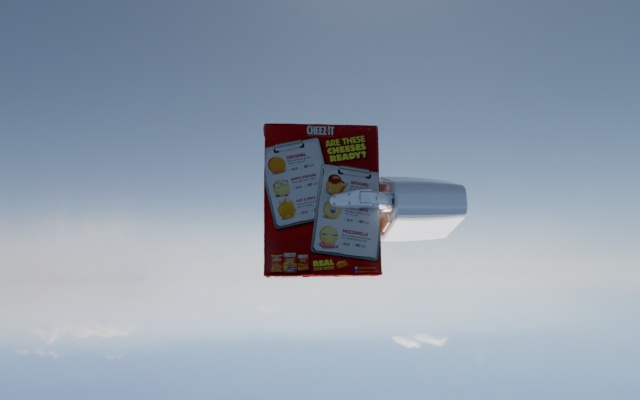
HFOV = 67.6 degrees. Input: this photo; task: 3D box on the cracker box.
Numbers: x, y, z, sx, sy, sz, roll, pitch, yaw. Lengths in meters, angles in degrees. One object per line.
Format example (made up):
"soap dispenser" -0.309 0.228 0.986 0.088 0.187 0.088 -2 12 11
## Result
"cracker box" 0.000 0.002 0.688 0.164 0.213 0.072 0 -9 -7
